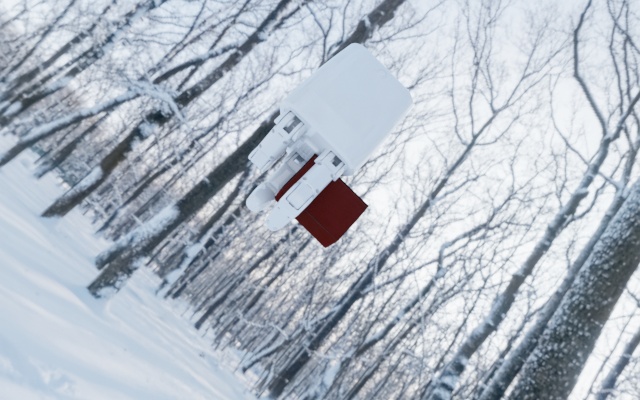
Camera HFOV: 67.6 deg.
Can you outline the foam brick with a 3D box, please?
[{"bbox_3d":[0.000,0.002,0.489,0.051,0.078,0.053,-46,2,-19],"label":"foam brick"}]
